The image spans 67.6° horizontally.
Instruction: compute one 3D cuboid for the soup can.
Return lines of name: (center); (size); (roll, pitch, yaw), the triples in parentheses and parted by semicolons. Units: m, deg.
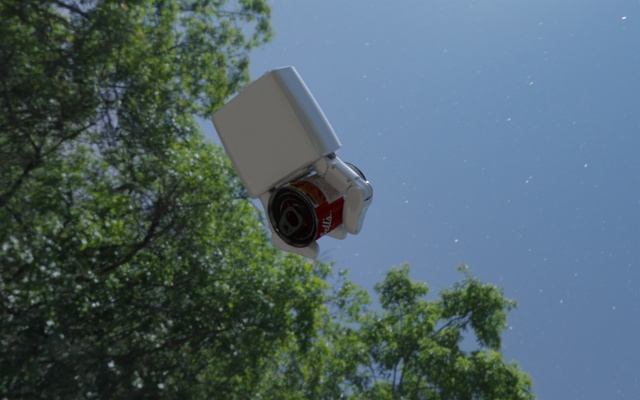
soup can: (0.001, 0.002, 0.531); (0.068, 0.068, 0.102); (0, 19, 40)
